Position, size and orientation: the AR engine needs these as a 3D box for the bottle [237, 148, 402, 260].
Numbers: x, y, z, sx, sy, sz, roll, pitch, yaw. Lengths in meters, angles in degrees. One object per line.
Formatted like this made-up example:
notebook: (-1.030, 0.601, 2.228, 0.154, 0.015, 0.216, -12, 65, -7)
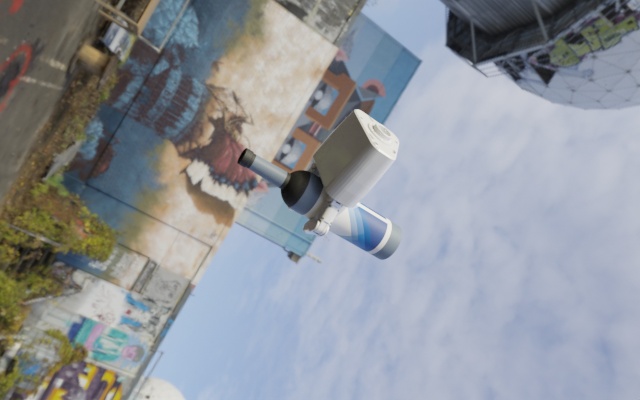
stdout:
bottle: (0.000, 0.003, 0.769, 0.296, 0.069, 0.069, 31, -12, -21)
